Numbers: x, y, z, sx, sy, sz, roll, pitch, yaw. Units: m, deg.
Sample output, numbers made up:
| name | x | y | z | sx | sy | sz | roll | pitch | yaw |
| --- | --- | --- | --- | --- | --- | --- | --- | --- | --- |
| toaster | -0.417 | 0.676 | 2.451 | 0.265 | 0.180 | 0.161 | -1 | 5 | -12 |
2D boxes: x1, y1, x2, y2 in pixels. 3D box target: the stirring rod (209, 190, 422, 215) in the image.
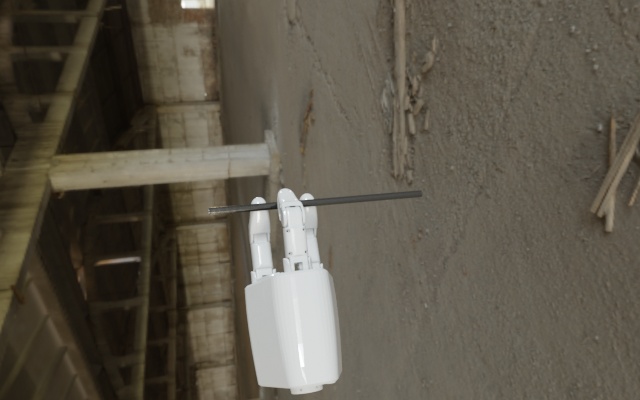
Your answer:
| name | x | y | z | sx | sy | sz | roll | pitch | yaw |
| --- | --- | --- | --- | --- | --- | --- | --- | --- | --- |
| stirring rod | 0.000 | 0.002 | 0.527 | 0.239 | 0.011 | 0.011 | -5 | 1 | -13 |
